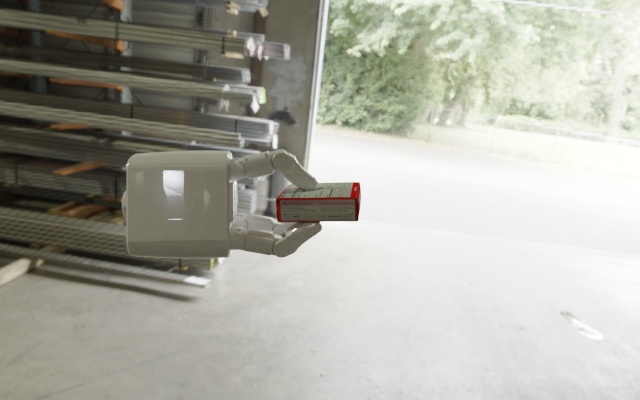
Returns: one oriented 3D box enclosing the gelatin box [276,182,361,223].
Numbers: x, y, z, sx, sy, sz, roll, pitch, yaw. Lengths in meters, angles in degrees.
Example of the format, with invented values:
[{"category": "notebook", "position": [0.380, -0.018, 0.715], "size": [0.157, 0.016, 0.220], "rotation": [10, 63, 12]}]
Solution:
[{"category": "gelatin box", "position": [0.000, 0.001, 0.537], "size": [0.089, 0.030, 0.073], "rotation": [-2, 14, 7]}]
